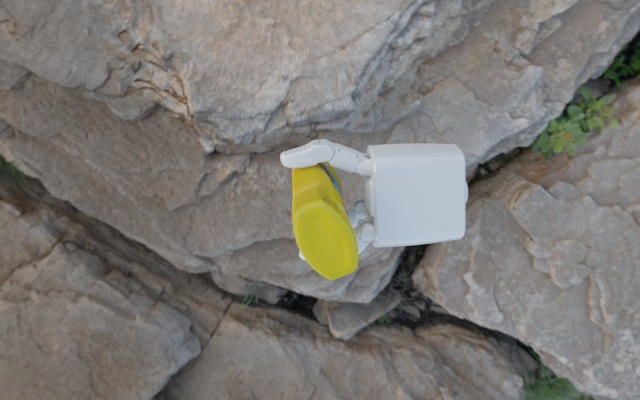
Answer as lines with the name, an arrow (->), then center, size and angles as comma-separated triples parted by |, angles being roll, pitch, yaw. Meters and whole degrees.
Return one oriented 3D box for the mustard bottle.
mustard bottle -> 0.000, 0.002, 0.560 | 0.058, 0.096, 0.191 | -25, 25, 8
